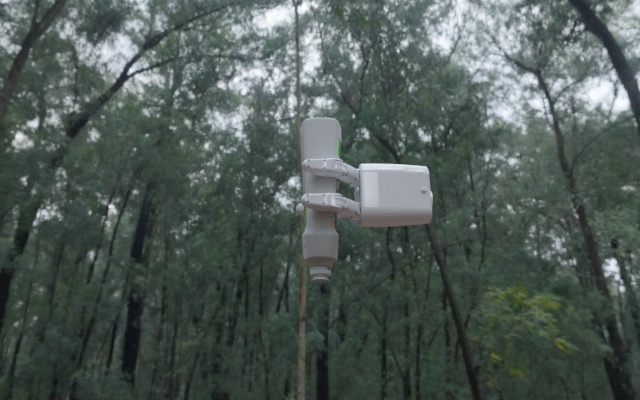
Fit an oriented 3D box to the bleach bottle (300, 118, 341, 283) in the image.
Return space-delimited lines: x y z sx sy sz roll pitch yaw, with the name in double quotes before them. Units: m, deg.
"bleach bottle" 0.000 0.002 0.745 0.068 0.250 0.103 0 -20 0
